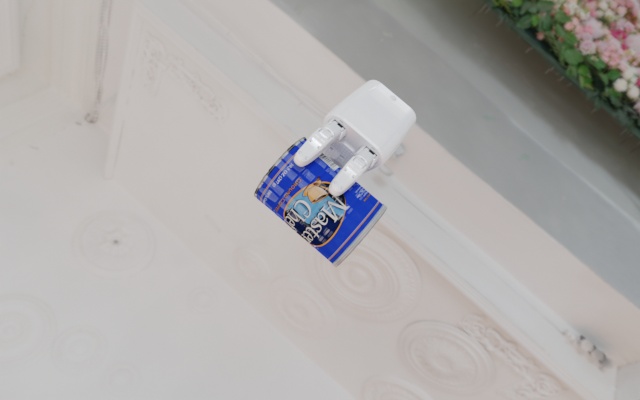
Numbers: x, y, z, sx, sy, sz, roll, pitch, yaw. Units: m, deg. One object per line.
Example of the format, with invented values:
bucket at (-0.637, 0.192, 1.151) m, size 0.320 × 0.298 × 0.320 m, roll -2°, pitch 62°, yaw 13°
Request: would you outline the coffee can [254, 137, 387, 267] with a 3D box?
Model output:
coffee can at (0.000, 0.002, 0.619) m, size 0.140 × 0.103 × 0.103 m, roll 41°, pitch 3°, yaw 3°
